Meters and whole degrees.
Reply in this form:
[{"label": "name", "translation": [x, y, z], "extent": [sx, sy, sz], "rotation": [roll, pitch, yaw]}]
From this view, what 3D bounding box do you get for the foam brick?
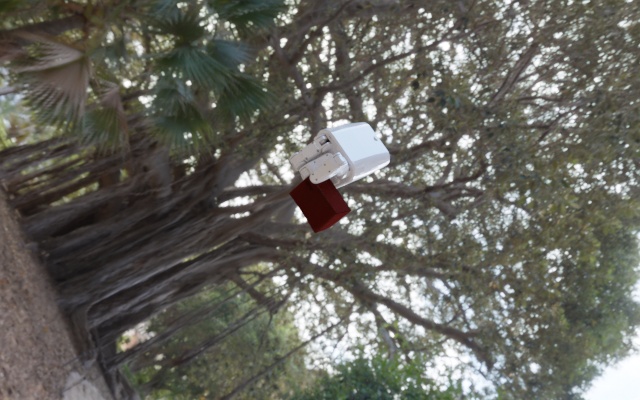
[{"label": "foam brick", "translation": [0.000, 0.003, 0.752], "extent": [0.053, 0.078, 0.051], "rotation": [-40, -15, 27]}]
